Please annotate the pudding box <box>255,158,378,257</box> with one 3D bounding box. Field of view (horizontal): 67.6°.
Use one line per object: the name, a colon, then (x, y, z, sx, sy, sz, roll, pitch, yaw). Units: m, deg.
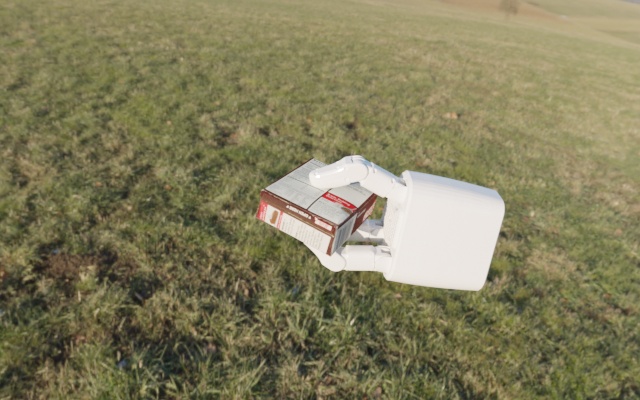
pudding box: (0.000, 0.002, 0.503, 0.090, 0.039, 0.113, 25, 30, 17)
